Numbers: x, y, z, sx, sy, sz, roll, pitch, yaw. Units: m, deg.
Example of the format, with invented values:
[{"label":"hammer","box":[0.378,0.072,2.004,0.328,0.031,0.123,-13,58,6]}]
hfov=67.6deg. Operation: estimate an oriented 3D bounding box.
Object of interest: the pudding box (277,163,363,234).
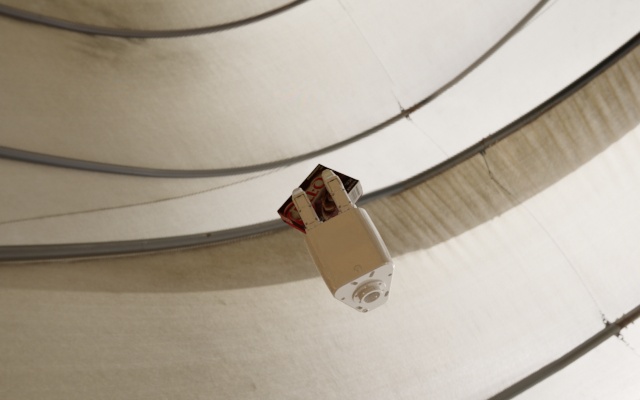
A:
[{"label":"pudding box","box":[0.000,0.003,0.760,0.090,0.113,0.039,26,-25,36]}]
